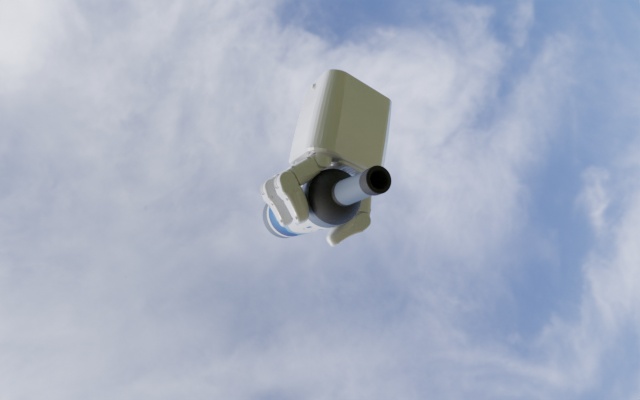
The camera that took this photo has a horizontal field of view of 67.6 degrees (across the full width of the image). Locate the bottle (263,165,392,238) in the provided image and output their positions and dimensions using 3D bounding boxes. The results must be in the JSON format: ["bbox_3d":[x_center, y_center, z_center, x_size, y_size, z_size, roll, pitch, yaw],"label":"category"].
[{"bbox_3d":[0.000,0.002,0.581,0.069,0.069,0.296,0,-8,-22],"label":"bottle"}]
